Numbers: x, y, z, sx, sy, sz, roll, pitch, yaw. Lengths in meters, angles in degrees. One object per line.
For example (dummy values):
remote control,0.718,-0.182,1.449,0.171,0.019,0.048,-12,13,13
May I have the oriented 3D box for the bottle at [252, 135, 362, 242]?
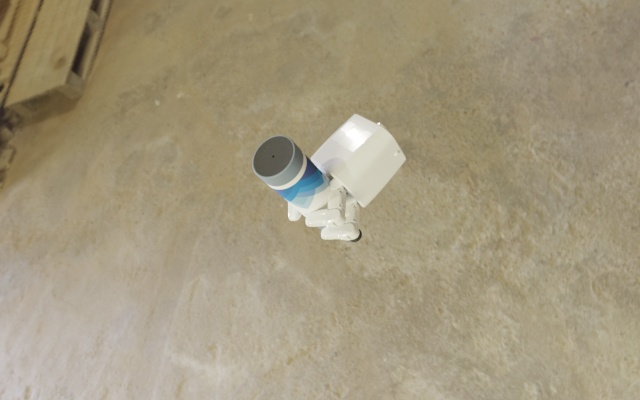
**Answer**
bottle,0.000,0.002,0.752,0.069,0.069,0.296,0,-25,28
